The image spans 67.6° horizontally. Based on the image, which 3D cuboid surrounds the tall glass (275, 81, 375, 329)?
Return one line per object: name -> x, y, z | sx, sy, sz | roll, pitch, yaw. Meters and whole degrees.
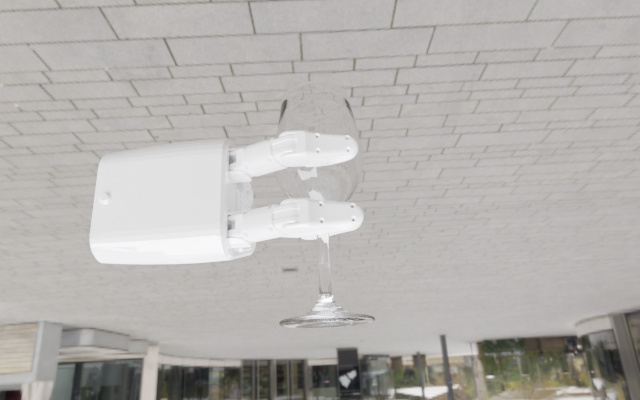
tall glass -> 0.000, 0.002, 0.402 | 0.079, 0.201, 0.079 | -2, -20, -1
